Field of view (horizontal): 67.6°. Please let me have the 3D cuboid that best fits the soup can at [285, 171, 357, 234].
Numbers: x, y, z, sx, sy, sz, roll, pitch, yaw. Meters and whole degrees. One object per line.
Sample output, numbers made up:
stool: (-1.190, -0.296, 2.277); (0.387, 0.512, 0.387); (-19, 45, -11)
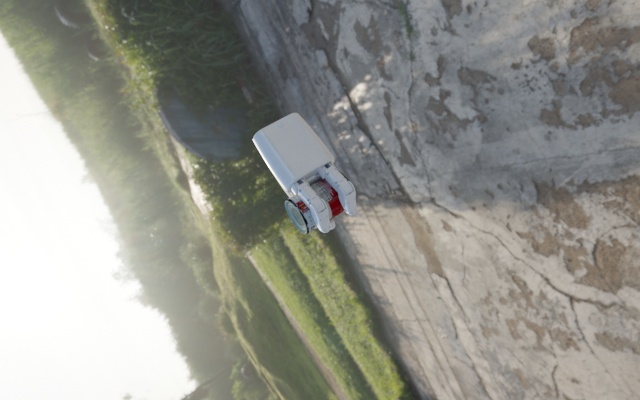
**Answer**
soup can: (0.000, 0.003, 0.796); (0.102, 0.068, 0.068); (-31, 12, -20)
